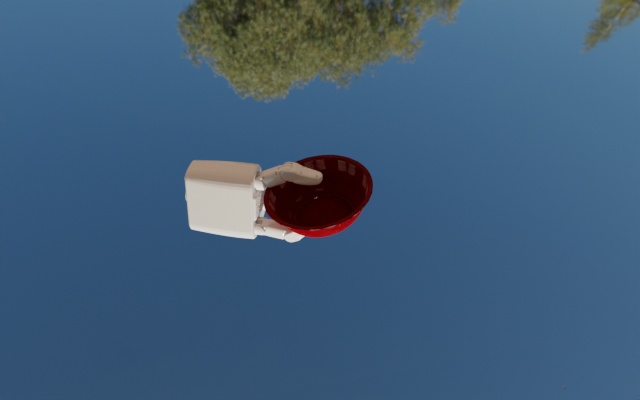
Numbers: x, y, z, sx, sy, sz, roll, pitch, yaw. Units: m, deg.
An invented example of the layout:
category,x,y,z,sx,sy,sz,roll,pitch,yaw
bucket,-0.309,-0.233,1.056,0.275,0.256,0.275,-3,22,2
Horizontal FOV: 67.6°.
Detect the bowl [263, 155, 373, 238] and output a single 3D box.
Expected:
category,x,y,z,sx,sy,sz,roll,pitch,yaw
bowl,0.001,0.003,0.707,0.162,0.055,0.162,-8,42,7
